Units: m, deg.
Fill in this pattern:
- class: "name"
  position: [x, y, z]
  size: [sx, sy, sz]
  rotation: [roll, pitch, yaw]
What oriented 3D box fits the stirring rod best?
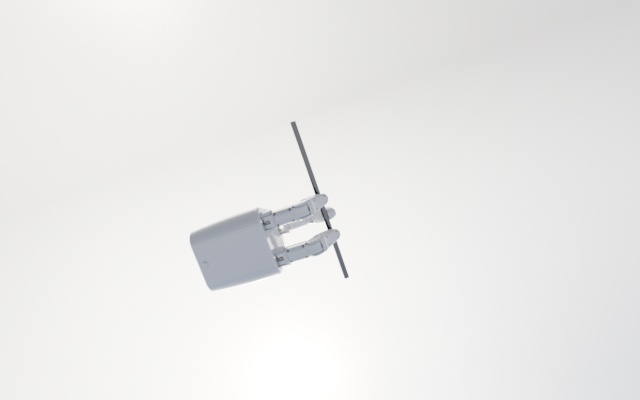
- class: "stirring rod"
  position: [0.000, 0.002, 0.684]
  size: [0.011, 0.239, 0.011]
  rotation: [-18, 11, 4]
